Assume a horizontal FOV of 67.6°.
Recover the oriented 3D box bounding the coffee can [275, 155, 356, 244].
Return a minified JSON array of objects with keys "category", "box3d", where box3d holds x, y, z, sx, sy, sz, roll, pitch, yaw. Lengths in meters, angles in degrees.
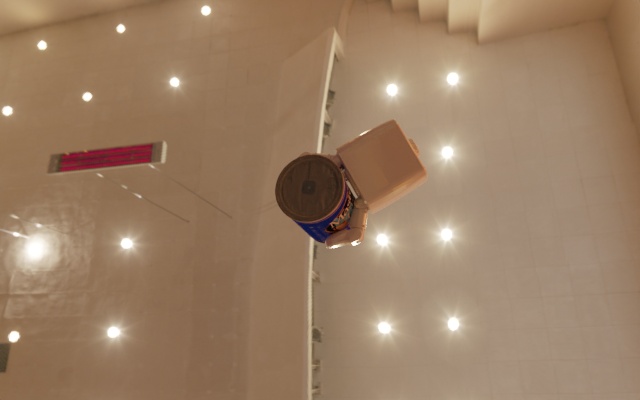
[{"category":"coffee can","box3d":[0.000,0.003,0.746,0.103,0.102,0.140,0,-18,15]}]
